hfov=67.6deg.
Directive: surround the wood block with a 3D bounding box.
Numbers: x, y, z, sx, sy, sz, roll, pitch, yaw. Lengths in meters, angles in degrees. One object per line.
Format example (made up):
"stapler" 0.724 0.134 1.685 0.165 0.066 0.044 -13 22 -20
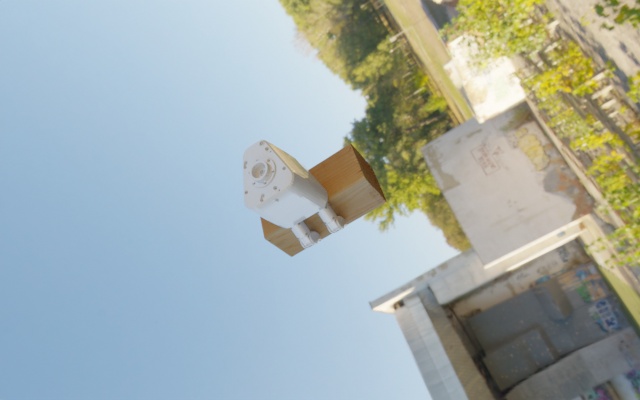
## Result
"wood block" 0.000 0.002 0.856 0.206 0.090 0.090 -31 -41 16
